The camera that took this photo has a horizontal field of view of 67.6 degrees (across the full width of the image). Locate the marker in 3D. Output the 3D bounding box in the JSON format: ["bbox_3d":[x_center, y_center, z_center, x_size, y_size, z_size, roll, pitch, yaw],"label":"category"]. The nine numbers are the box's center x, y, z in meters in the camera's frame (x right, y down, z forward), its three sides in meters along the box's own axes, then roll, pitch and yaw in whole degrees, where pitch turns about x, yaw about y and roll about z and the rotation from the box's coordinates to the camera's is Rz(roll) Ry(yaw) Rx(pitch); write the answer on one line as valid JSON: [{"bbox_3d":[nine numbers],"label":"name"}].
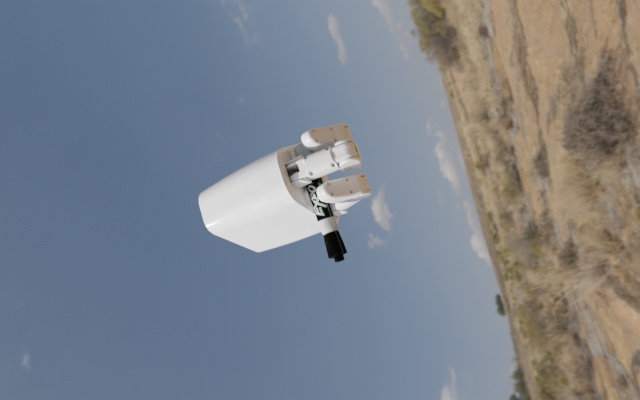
[{"bbox_3d":[0.000,0.001,0.464,0.020,0.121,0.020,-17,-13,-4],"label":"marker"}]
